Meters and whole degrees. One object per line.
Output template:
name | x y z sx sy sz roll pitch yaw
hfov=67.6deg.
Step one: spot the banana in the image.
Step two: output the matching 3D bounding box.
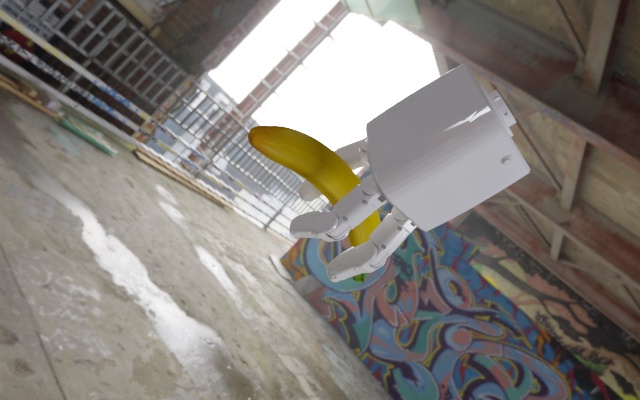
banana | 0.010 -0.009 0.460 0.037 0.198 0.069 -11 36 42
